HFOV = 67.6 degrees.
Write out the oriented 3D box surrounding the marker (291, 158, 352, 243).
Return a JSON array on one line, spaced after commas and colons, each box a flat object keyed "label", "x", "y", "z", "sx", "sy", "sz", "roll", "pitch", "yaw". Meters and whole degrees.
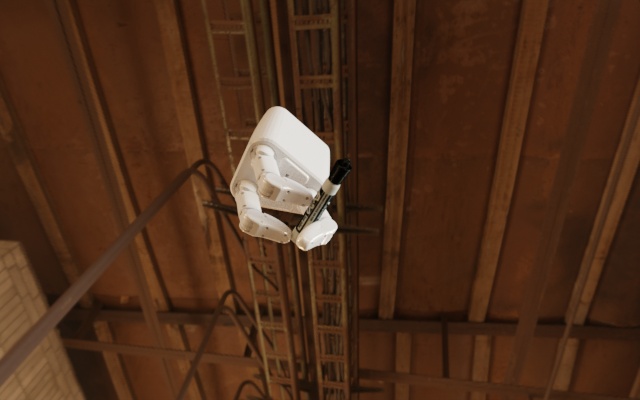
[{"label": "marker", "x": 0.000, "y": 0.002, "z": 0.525, "sx": 0.020, "sy": 0.121, "sz": 0.020, "roll": 22, "pitch": 33, "yaw": -16}]
